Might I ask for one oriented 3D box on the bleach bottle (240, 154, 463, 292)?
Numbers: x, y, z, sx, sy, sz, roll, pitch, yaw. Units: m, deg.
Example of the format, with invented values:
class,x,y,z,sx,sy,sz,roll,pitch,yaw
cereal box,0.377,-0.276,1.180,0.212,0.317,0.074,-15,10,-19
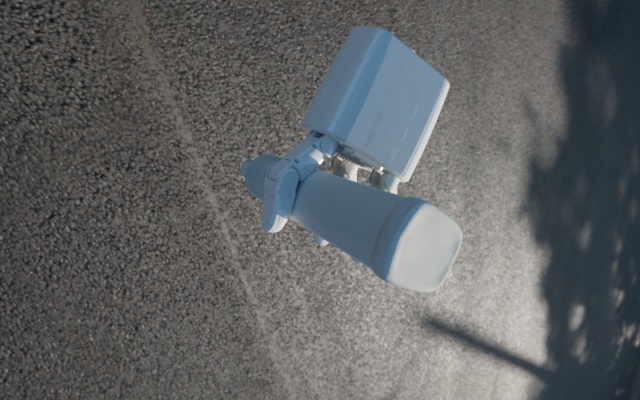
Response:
class,x,y,z,sx,sy,sz,roll,pitch,yaw
bleach bottle,0.000,0.002,0.449,0.250,0.068,0.102,25,-1,42
